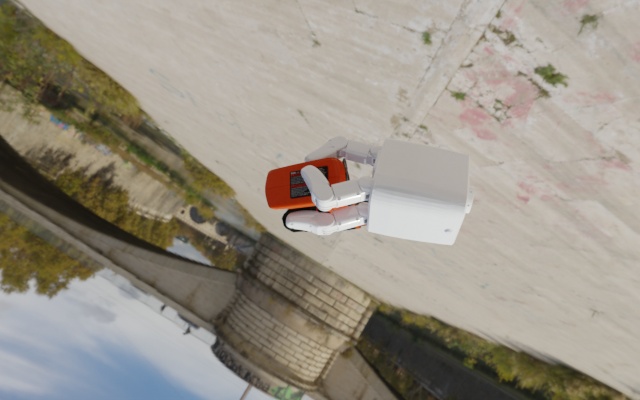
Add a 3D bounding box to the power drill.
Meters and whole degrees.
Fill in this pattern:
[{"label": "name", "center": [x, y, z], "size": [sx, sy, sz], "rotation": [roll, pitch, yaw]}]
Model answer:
[{"label": "power drill", "center": [0.000, 0.002, 0.661], "size": [0.184, 0.057, 0.188], "rotation": [-11, -16, 21]}]
